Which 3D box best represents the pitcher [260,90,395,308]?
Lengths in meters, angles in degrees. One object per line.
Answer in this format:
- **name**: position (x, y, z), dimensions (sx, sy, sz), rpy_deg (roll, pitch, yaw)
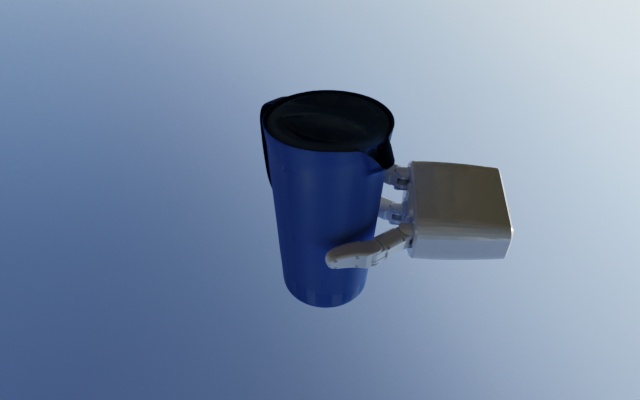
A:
- **pitcher**: position (0.000, 0.002, 0.555), dimensions (0.145, 0.243, 0.149), rpy_deg (1, 38, 0)
